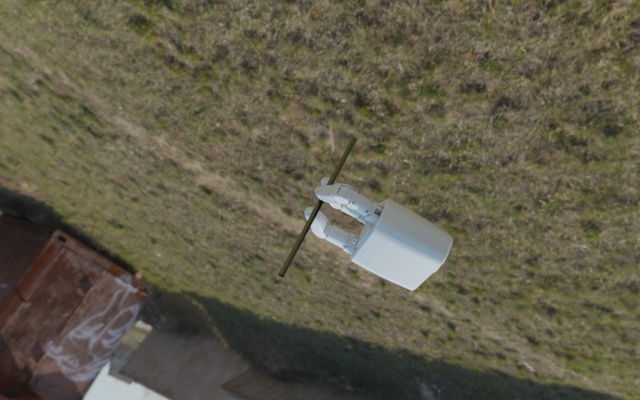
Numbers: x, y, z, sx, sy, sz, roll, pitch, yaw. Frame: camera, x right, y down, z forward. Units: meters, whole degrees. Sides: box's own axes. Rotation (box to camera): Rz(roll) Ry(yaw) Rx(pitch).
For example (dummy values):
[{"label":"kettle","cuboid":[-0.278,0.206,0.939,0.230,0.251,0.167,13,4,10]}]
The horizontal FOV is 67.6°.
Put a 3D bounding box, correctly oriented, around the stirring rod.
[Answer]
[{"label":"stirring rod","cuboid":[0.000,0.002,0.673,0.011,0.239,0.011,23,-25,12]}]
